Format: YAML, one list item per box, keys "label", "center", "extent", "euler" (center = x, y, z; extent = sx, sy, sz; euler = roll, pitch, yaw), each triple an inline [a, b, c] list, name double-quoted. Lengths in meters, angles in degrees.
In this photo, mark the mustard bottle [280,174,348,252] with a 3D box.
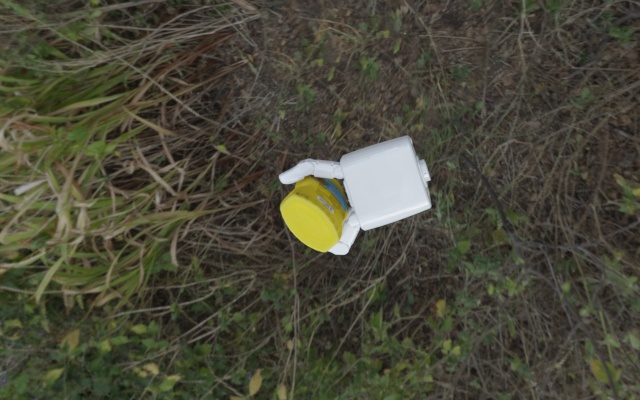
- label: "mustard bottle"
  center: [0.000, 0.003, 0.746]
  extent: [0.058, 0.096, 0.191]
  euler: [-44, 7, 20]
